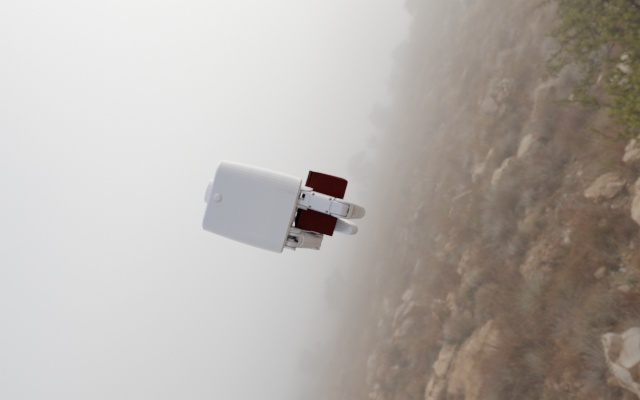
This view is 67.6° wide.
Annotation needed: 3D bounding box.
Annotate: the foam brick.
[{"bbox_3d":[0.000,0.002,0.636,0.051,0.078,0.053,16,3,-5],"label":"foam brick"}]
